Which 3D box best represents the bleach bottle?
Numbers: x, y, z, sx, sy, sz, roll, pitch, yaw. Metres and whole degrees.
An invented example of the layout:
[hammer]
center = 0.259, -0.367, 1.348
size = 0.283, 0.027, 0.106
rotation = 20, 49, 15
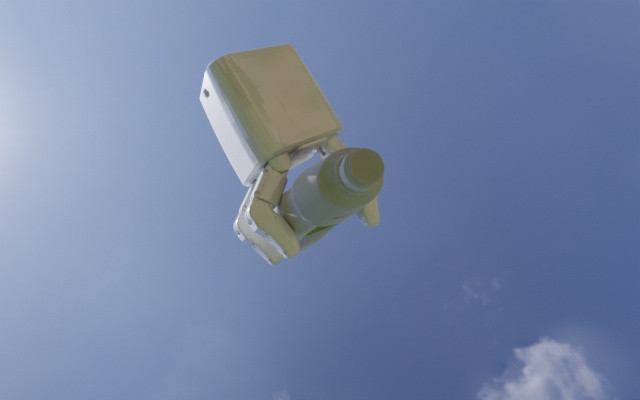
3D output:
[bleach bottle]
center = 0.000, 0.002, 0.471
size = 0.102, 0.068, 0.251
rotation = -28, -3, -24
